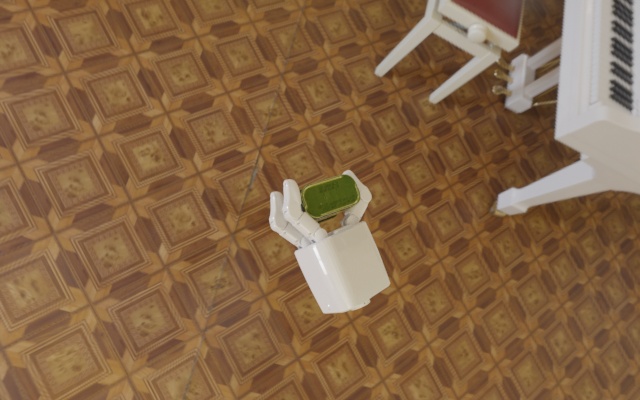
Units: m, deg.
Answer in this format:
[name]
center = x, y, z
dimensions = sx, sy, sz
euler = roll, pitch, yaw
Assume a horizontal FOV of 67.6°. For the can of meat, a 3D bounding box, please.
[can of meat]
center = 0.000, 0.002, 0.735
dimensions = 0.102, 0.057, 0.084
euler = -19, -5, -27
